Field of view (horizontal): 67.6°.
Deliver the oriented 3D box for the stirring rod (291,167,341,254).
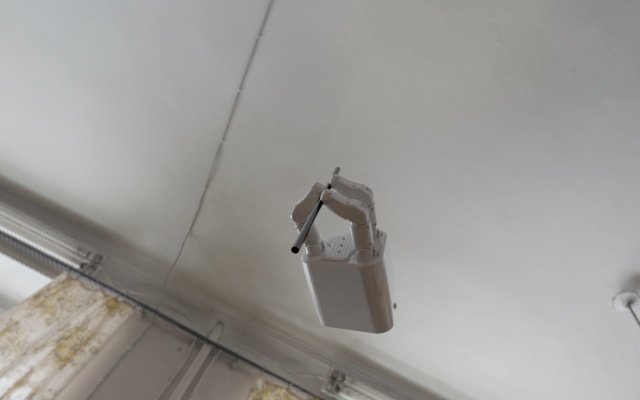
[{"bbox_3d":[0.000,0.002,0.565,0.011,0.011,0.239,0,22,13],"label":"stirring rod"}]
